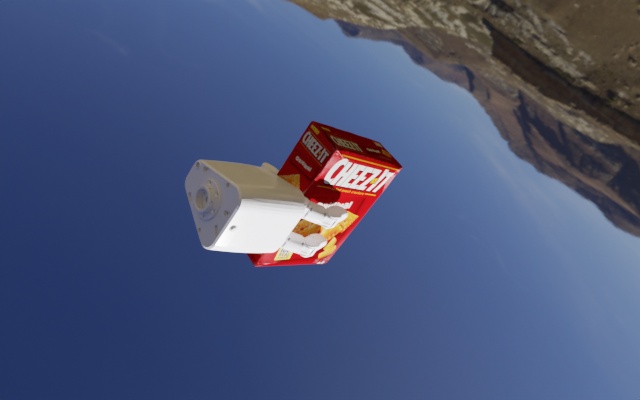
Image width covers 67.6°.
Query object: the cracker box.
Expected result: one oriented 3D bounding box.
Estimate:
[{"bbox_3d":[0.000,0.002,0.708,0.164,0.214,0.072,7,37,-49],"label":"cracker box"}]
